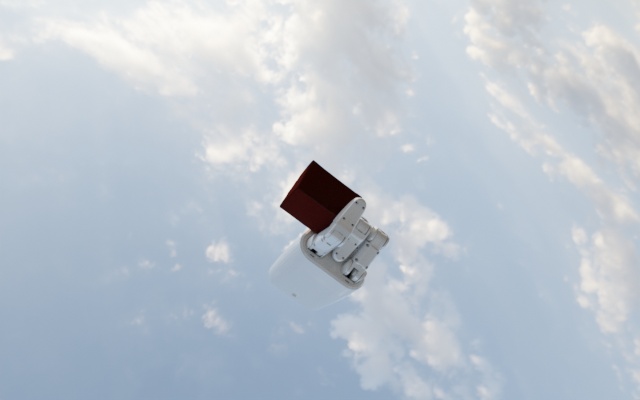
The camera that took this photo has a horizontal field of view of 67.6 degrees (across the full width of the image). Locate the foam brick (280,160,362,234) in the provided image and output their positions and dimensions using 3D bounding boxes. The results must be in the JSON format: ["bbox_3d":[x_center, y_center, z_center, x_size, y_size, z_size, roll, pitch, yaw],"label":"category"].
[{"bbox_3d":[0.000,0.002,0.580,0.078,0.053,0.051,38,-41,-9],"label":"foam brick"}]
